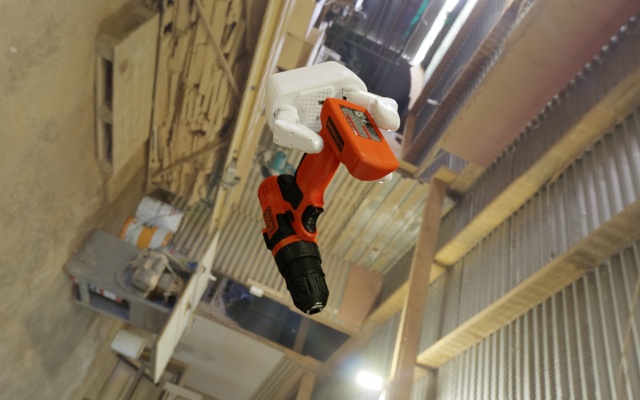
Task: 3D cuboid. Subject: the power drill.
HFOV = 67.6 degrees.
[{"bbox_3d":[0.000,0.001,0.508,0.057,0.184,0.188,9,-47,-37],"label":"power drill"}]
